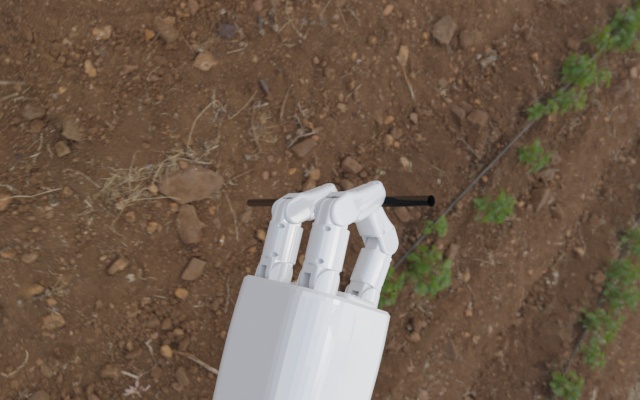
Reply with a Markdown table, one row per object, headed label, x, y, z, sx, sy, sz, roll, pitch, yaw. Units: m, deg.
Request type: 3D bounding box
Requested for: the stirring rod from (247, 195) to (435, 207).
| label | x | y | z | sx | sy | sz | roll | pitch | yaw |
| --- | --- | --- | --- | --- | --- | --- | --- | --- | --- |
| stirring rod | 0.000 | 0.001 | 0.419 | 0.011 | 0.011 | 0.239 | 0 | -1 | -39 |
